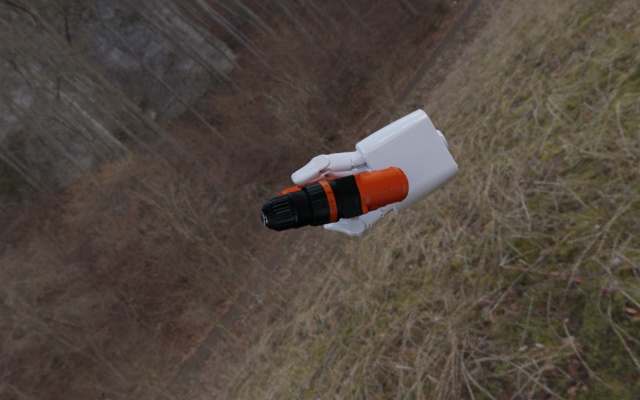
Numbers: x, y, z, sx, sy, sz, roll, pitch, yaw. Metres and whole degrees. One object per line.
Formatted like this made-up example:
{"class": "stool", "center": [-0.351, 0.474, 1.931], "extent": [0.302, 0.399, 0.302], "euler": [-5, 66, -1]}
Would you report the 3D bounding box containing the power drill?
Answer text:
{"class": "power drill", "center": [0.000, 0.002, 0.631], "extent": [0.184, 0.057, 0.187], "euler": [-12, 3, -16]}
